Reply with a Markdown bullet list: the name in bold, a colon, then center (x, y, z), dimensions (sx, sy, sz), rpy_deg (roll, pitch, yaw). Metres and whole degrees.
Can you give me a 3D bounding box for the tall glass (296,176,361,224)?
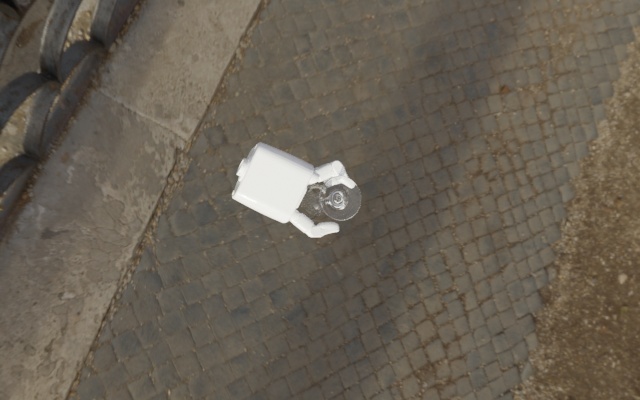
- **tall glass**: center (0.000, 0.003, 0.881), dimensions (0.079, 0.079, 0.201), rpy_deg (0, -4, -19)
